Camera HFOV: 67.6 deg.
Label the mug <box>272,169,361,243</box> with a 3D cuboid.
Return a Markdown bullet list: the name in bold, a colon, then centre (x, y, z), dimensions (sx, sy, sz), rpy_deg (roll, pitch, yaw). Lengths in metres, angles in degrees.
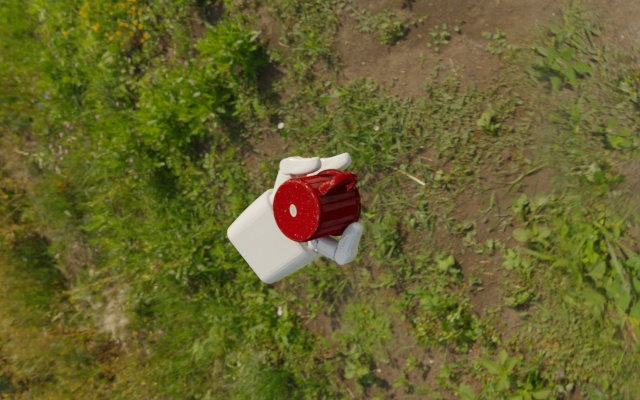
- **mug**: centre (0.001, 0.001, 0.612), dimensions (0.117, 0.093, 0.081), rpy_deg (-39, -16, 36)
